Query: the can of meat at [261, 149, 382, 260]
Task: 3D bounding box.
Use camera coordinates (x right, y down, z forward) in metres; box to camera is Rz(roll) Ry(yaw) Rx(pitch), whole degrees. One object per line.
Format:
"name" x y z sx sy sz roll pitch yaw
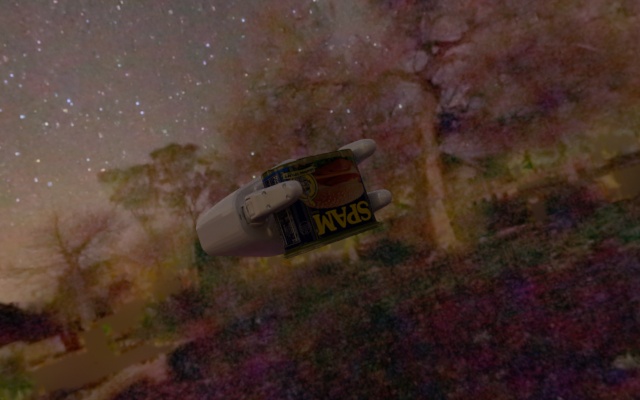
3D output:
"can of meat" 0.000 0.001 0.466 0.102 0.084 0.057 -15 -6 -37
